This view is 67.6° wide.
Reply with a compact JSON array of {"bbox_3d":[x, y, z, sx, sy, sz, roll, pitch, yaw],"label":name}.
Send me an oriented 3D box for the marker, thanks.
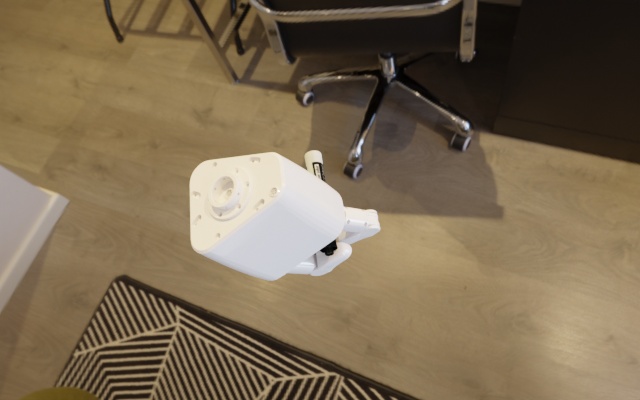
[{"bbox_3d":[0.000,0.002,0.510,0.020,0.121,0.020,-8,-26,-4],"label":"marker"}]
